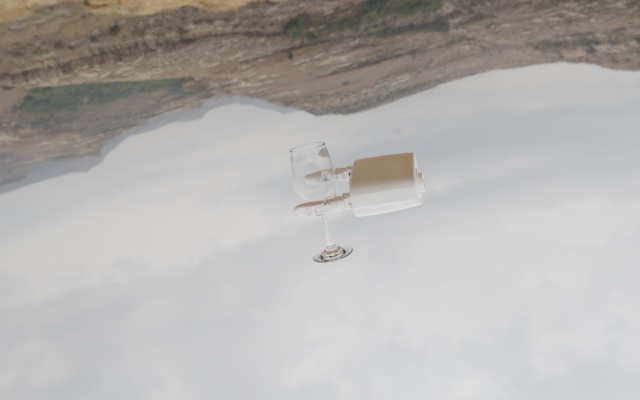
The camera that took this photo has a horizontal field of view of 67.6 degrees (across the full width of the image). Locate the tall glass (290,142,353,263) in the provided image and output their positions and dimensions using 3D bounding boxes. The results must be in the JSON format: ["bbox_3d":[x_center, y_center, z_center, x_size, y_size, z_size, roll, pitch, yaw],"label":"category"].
[{"bbox_3d":[0.000,0.003,0.831,0.079,0.201,0.079,-13,16,4],"label":"tall glass"}]
